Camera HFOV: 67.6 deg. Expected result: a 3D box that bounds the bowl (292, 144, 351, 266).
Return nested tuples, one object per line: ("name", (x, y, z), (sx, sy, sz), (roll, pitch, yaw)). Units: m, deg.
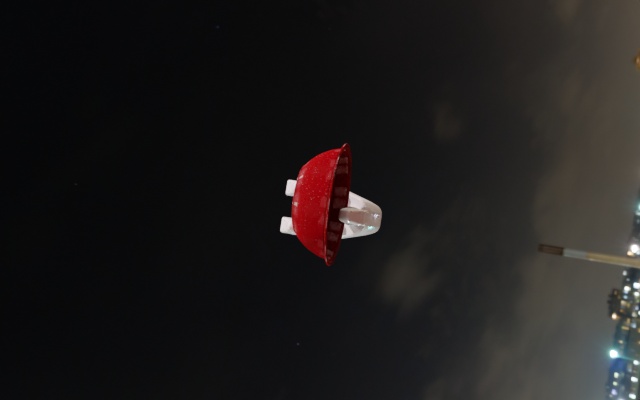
("bowl", (-0.001, 0.002, 0.632), (0.055, 0.162, 0.162), (8, 1, 10))
